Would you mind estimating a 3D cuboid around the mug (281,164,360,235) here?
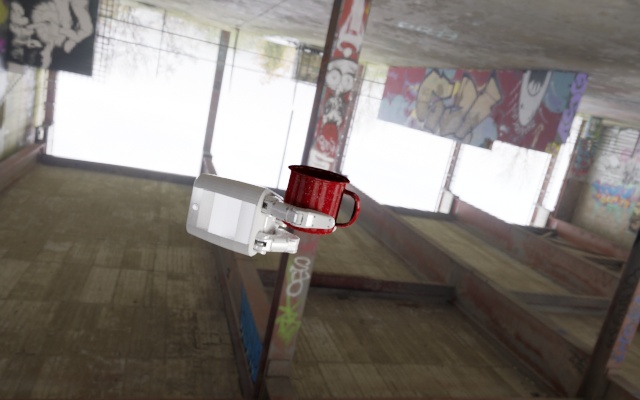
[{"bbox_3d":[0.001,0.003,0.689,0.117,0.081,0.093,17,13,13],"label":"mug"}]
